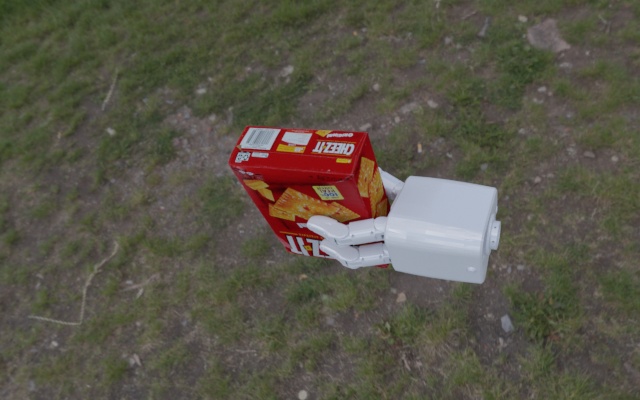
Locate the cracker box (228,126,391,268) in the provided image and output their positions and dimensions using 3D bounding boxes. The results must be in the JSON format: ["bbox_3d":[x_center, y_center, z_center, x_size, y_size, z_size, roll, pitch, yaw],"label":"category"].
[{"bbox_3d":[0.000,0.002,0.621,0.164,0.072,0.214,7,-33,25],"label":"cracker box"}]
